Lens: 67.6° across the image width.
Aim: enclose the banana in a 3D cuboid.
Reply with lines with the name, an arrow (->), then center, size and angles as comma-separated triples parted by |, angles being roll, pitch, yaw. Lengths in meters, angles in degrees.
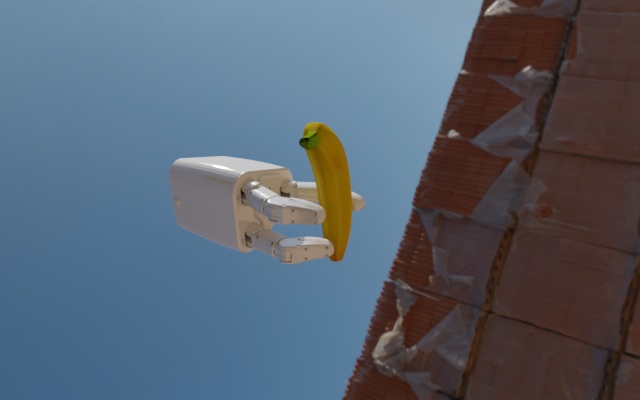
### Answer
banana -> 0.007, -0.014, 0.504 | 0.037, 0.069, 0.198 | 13, -35, 24
